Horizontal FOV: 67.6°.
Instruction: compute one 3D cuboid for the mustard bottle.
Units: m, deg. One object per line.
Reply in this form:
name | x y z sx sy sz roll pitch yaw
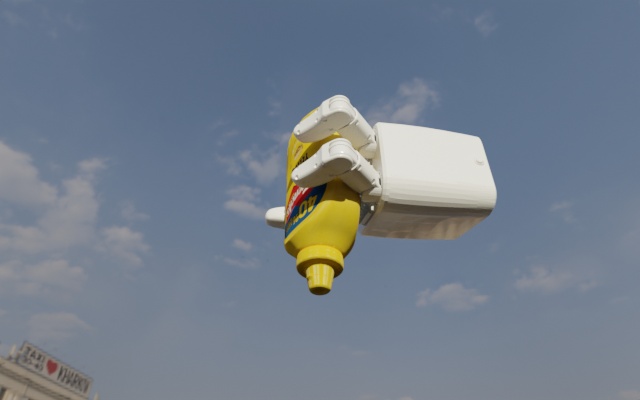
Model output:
mustard bottle | 0.000 0.001 0.458 0.058 0.191 0.096 22 -44 -25
